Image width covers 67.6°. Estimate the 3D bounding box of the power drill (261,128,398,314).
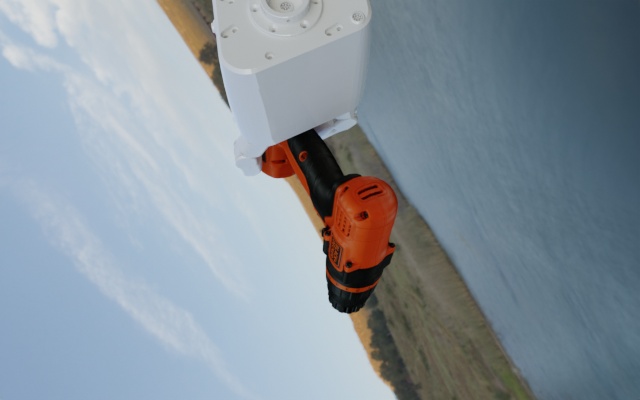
[{"bbox_3d":[0.000,0.001,0.456,0.057,0.187,0.185,-22,-33,-22],"label":"power drill"}]
